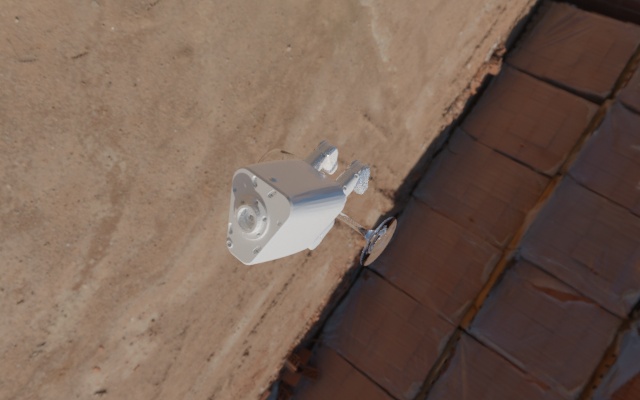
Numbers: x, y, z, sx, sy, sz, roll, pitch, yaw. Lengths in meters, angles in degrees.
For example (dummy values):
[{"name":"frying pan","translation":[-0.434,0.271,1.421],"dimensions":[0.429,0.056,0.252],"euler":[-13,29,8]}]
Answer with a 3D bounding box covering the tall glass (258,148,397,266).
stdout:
[{"name":"tall glass","translation":[0.001,0.003,0.649],"dimensions":[0.201,0.079,0.079],"euler":[34,16,25]}]
